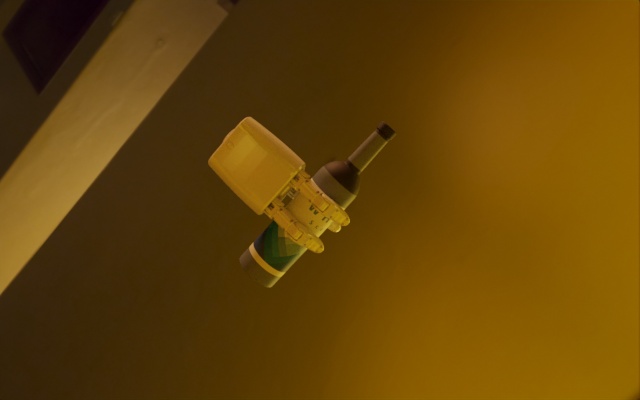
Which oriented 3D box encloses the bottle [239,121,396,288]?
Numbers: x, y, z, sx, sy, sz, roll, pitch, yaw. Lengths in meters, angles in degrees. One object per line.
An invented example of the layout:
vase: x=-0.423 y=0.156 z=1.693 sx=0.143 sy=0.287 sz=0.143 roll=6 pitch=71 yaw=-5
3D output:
bottle: x=0.000 y=0.003 z=0.704 sx=0.069 sy=0.296 sz=0.069 roll=41 pitch=10 yaw=-9
